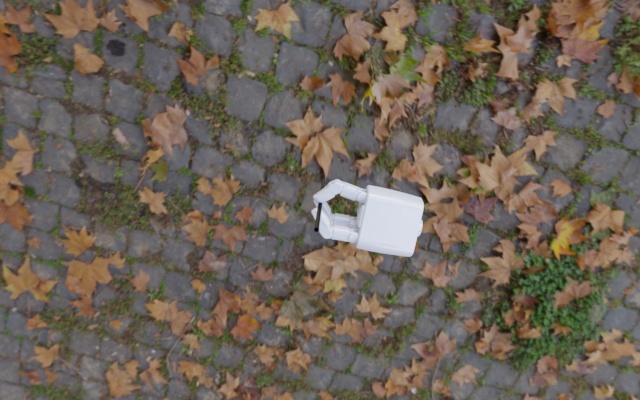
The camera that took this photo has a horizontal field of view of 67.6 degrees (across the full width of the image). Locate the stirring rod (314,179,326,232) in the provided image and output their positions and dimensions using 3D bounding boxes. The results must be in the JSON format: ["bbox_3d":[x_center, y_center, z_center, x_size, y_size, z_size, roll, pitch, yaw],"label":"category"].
[{"bbox_3d":[0.000,0.003,0.886,0.011,0.011,0.239,0,22,3],"label":"stirring rod"}]
